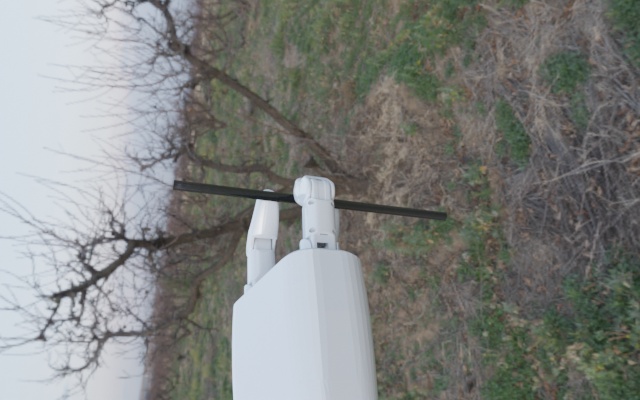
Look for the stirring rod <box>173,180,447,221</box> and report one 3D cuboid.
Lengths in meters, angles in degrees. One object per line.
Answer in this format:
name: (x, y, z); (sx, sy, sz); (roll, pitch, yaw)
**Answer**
stirring rod: (0.000, 0.001, 0.406); (0.239, 0.011, 0.011); (7, -2, -17)
